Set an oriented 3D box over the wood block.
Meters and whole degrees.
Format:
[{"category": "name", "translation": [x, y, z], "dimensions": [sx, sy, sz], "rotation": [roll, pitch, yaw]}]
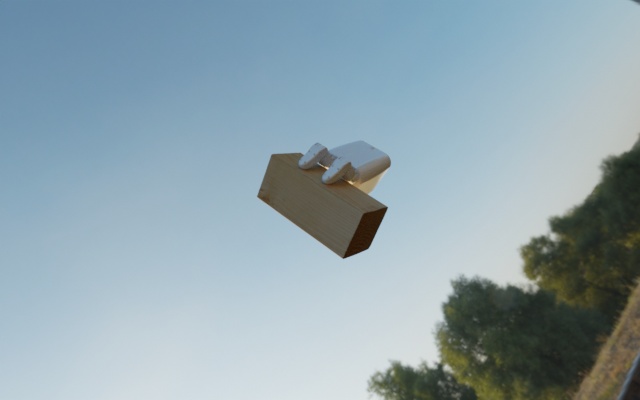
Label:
[{"category": "wood block", "translation": [0.000, 0.003, 0.839], "dimensions": [0.206, 0.091, 0.090], "rotation": [33, 25, 27]}]
